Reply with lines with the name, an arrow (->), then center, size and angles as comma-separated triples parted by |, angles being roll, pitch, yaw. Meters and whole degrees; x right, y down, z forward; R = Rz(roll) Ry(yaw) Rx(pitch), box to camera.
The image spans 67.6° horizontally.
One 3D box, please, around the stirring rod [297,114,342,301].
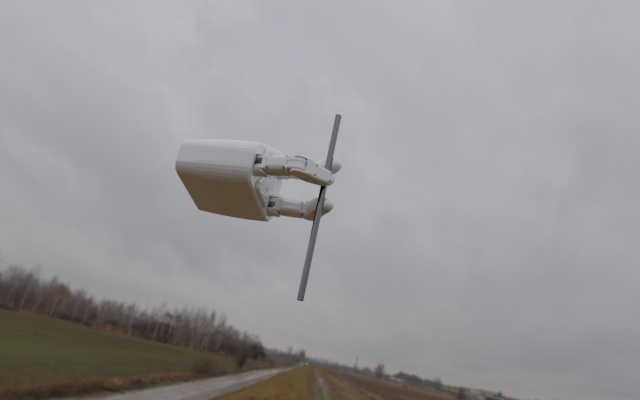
stirring rod -> 0.000, 0.002, 0.580 | 0.011, 0.239, 0.011 | 11, -19, 4
